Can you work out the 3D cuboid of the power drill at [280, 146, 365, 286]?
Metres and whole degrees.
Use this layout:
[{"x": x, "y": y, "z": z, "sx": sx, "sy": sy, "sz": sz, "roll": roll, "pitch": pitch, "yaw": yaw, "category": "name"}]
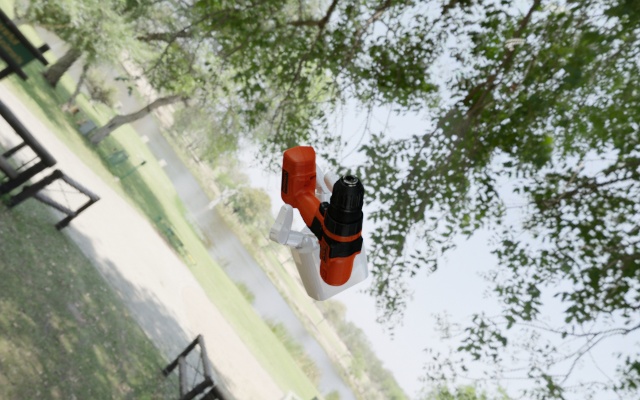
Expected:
[{"x": 0.000, "y": 0.002, "z": 0.678, "sx": 0.057, "sy": 0.185, "sz": 0.187, "roll": -10, "pitch": 42, "yaw": -21, "category": "power drill"}]
